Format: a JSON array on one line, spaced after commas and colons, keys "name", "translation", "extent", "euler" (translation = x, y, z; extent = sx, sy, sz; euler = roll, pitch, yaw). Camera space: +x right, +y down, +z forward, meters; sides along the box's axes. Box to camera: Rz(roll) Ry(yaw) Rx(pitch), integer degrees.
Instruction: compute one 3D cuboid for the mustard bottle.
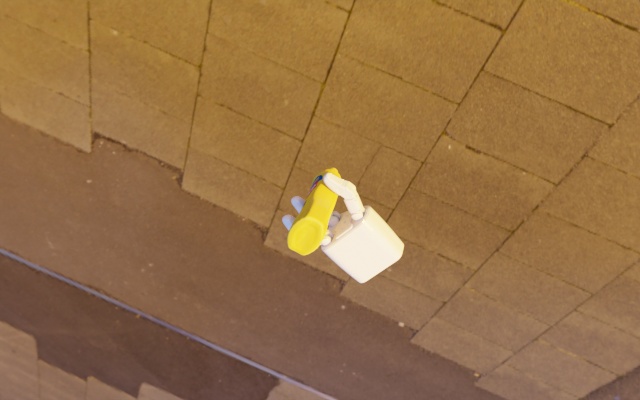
[{"name": "mustard bottle", "translation": [0.000, 0.003, 0.859], "extent": [0.058, 0.096, 0.191], "euler": [27, 43, -3]}]
